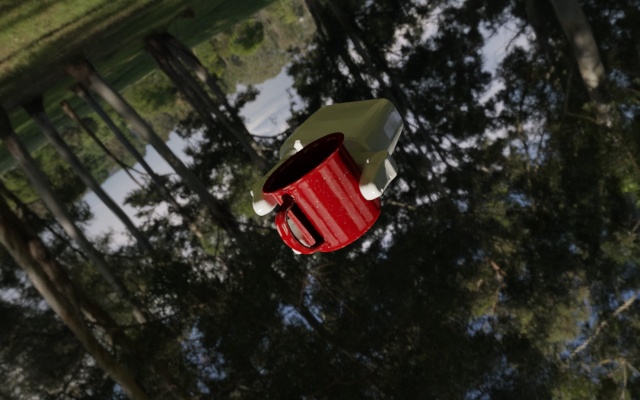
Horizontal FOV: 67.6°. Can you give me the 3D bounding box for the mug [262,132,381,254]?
[{"bbox_3d":[0.000,0.002,0.451,0.093,0.081,0.117,-19,25,41],"label":"mug"}]
